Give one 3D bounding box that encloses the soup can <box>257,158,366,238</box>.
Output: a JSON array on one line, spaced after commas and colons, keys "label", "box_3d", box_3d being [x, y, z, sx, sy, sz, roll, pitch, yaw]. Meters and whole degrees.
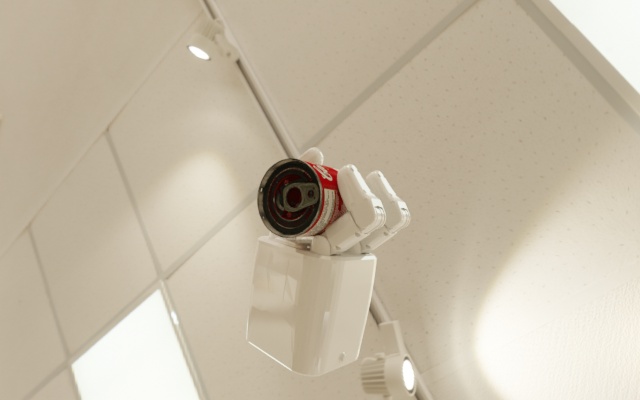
[{"label": "soup can", "box_3d": [0.000, 0.001, 0.445, 0.068, 0.068, 0.102, 0, -4, 34]}]
